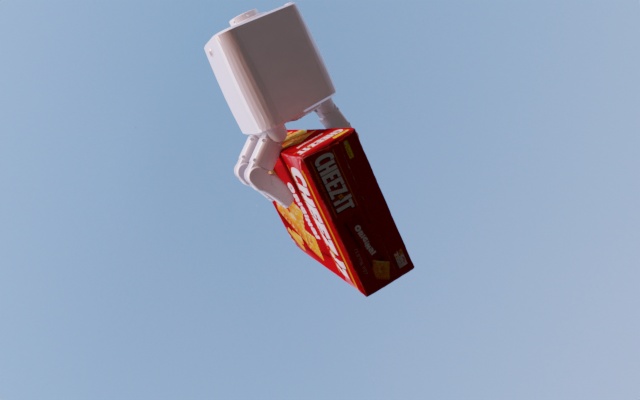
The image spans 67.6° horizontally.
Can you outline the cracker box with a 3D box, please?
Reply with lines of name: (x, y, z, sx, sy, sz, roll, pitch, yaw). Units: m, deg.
cracker box: (0.000, 0.002, 0.562, 0.072, 0.164, 0.213, -31, 18, -14)
